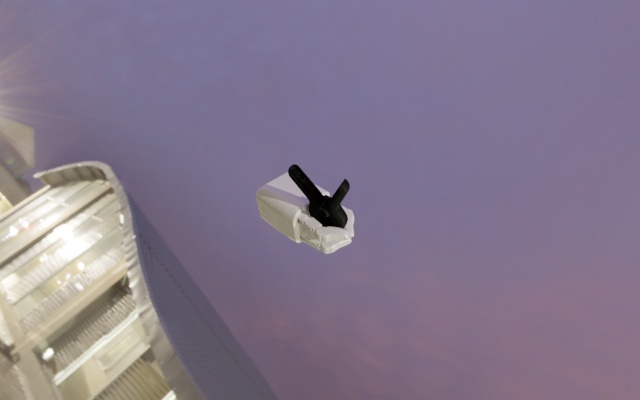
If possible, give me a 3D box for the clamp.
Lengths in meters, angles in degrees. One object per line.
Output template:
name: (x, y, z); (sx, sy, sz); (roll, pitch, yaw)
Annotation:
clamp: (0.001, 0.003, 0.872); (0.120, 0.172, 0.039); (29, 57, 24)
